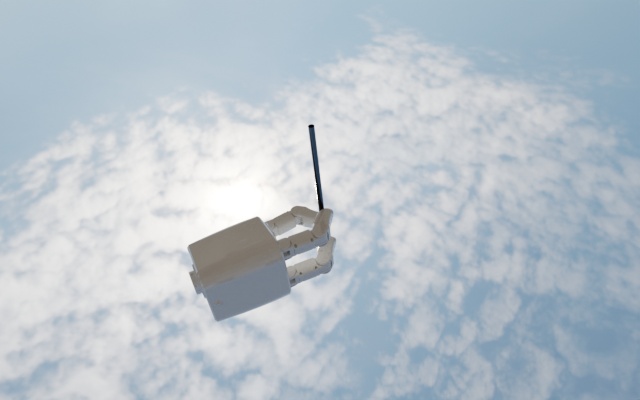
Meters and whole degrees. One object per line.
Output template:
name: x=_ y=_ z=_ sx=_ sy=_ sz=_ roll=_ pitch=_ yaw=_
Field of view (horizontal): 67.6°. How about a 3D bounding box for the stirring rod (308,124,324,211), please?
stirring rod: x=0.000 y=0.002 z=0.643 sx=0.011 sy=0.240 sz=0.011 roll=-4 pitch=41 yaw=3
